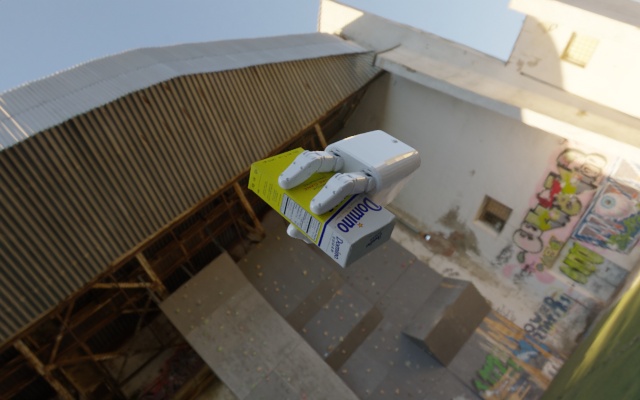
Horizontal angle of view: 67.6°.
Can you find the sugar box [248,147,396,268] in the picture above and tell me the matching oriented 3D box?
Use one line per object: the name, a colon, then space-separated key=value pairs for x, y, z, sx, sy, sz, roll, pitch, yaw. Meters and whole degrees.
sugar box: x=0.000 y=0.001 z=0.603 sx=0.176 sy=0.048 sz=0.093 roll=35 pitch=40 yaw=28
